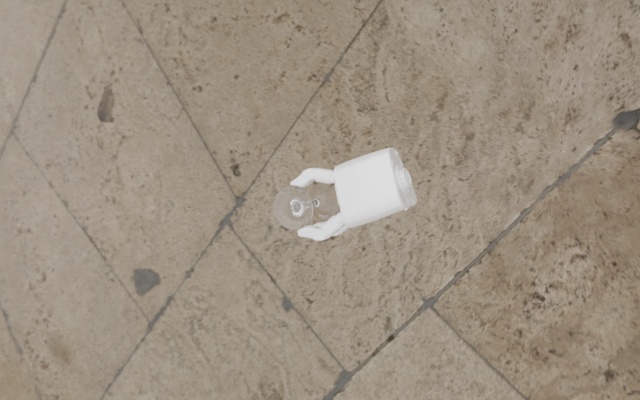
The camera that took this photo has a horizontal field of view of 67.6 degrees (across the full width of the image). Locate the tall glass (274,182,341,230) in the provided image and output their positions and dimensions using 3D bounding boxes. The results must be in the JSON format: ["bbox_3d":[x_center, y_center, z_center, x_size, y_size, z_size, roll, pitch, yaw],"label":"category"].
[{"bbox_3d":[0.000,0.003,0.866,0.079,0.079,0.201,0,5,27],"label":"tall glass"}]
